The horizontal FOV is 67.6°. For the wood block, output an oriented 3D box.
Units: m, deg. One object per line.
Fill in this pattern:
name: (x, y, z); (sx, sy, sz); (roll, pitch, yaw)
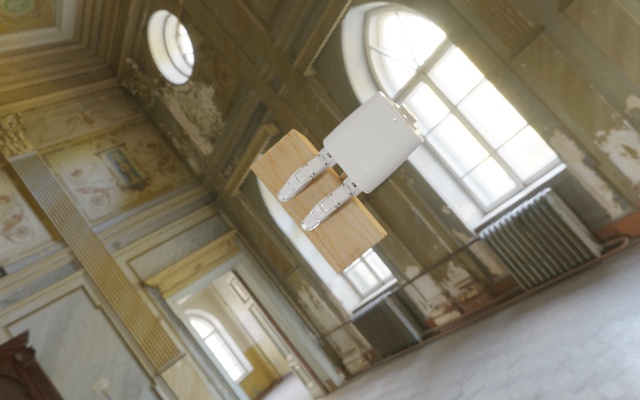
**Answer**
wood block: (0.000, 0.002, 0.733); (0.090, 0.206, 0.091); (-41, -8, 8)
